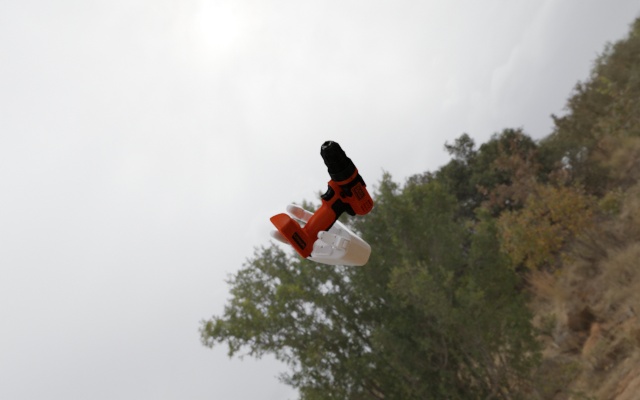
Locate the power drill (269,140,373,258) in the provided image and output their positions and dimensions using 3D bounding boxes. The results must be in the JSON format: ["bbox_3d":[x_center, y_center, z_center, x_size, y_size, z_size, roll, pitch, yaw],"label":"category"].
[{"bbox_3d":[0.000,0.003,0.884,0.187,0.184,0.057,-41,38,-7],"label":"power drill"}]
